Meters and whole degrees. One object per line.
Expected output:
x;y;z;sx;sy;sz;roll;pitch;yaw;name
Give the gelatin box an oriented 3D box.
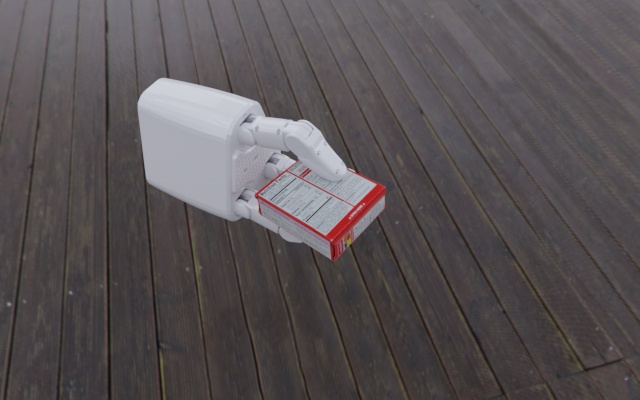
0.000;0.001;0.412;0.089;0.030;0.073;29;56;30;gelatin box
